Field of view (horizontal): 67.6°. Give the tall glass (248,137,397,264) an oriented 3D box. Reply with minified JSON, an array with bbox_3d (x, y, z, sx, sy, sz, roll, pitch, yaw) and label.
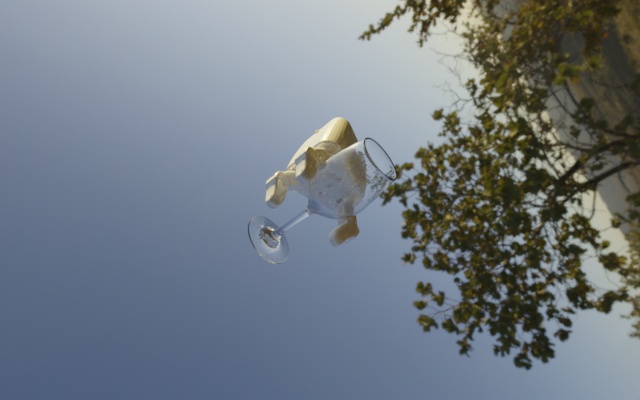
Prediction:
[{"bbox_3d":[0.000,0.002,0.611,0.201,0.079,0.079,-36,-19,28],"label":"tall glass"}]
